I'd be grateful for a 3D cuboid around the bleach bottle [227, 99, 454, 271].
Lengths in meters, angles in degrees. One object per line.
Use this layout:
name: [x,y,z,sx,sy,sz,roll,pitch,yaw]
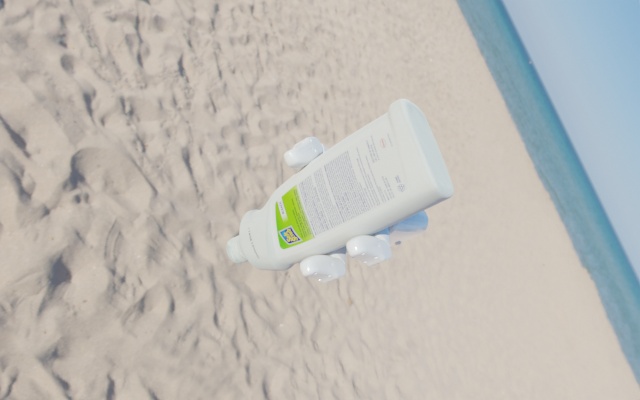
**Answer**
bleach bottle: [0.000,0.002,0.489,0.251,0.102,0.068,-26,-19,28]
